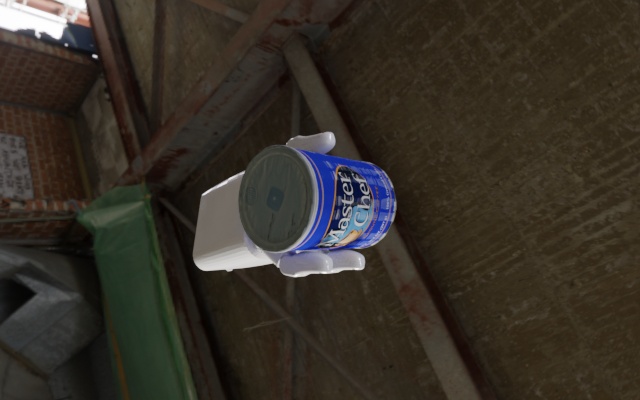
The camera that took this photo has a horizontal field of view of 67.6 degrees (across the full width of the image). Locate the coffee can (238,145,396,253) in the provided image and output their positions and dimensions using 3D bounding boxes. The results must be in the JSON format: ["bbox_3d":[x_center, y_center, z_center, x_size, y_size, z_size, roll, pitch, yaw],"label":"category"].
[{"bbox_3d":[0.000,0.002,0.505,0.103,0.103,0.140,0,-3,40],"label":"coffee can"}]
